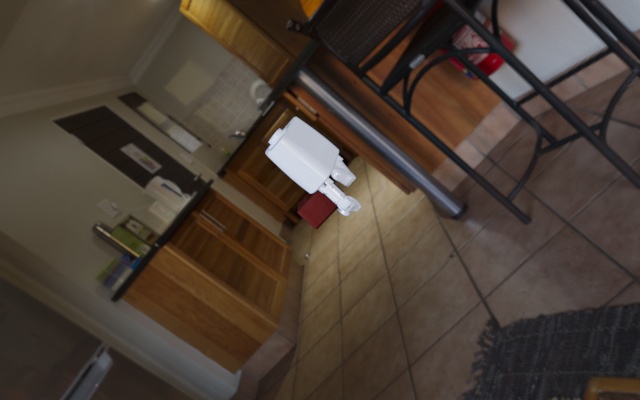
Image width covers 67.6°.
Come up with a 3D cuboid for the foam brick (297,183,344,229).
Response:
[{"bbox_3d":[0.000,0.003,0.893,0.051,0.078,0.053,39,18,-14],"label":"foam brick"}]
